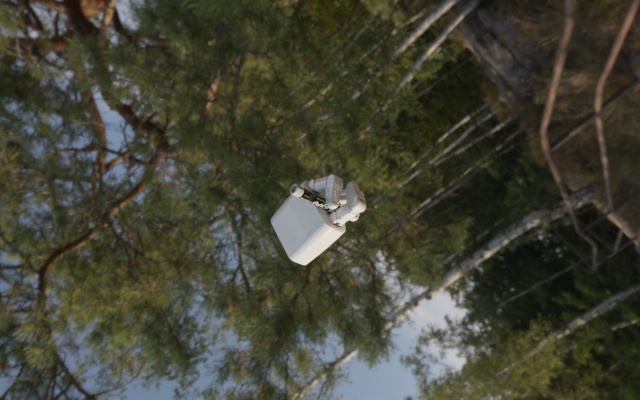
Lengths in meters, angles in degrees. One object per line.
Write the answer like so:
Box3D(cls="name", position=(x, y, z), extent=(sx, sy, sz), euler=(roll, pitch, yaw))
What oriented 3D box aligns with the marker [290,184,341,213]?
Box3D(cls="marker", position=(0.000, 0.003, 0.805), extent=(0.121, 0.020, 0.020), euler=(26, -16, -36))
